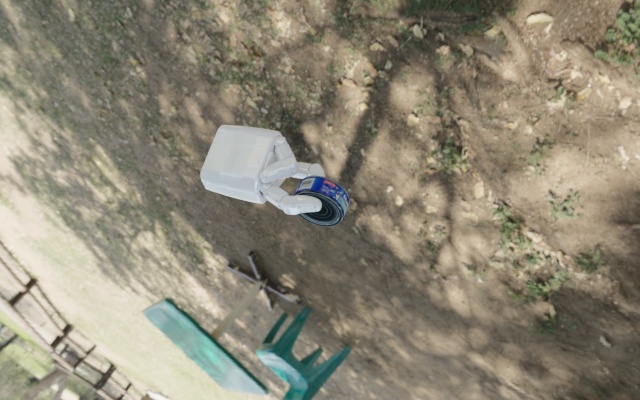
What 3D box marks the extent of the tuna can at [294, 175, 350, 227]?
[{"bbox_3d":[0.000,0.003,0.741,0.086,0.033,0.086,15,-37,11],"label":"tuna can"}]
